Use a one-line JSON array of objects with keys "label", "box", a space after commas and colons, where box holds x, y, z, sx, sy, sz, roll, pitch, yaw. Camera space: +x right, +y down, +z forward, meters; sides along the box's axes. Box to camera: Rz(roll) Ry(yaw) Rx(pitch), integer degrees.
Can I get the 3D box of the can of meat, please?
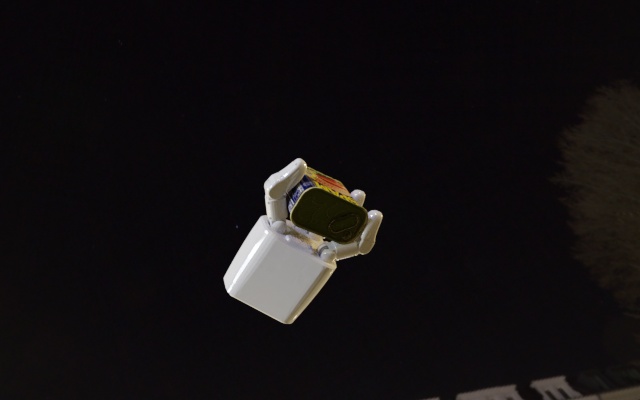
[{"label": "can of meat", "box": [0.000, 0.002, 0.623, 0.102, 0.057, 0.084, 24, 17, -29]}]
